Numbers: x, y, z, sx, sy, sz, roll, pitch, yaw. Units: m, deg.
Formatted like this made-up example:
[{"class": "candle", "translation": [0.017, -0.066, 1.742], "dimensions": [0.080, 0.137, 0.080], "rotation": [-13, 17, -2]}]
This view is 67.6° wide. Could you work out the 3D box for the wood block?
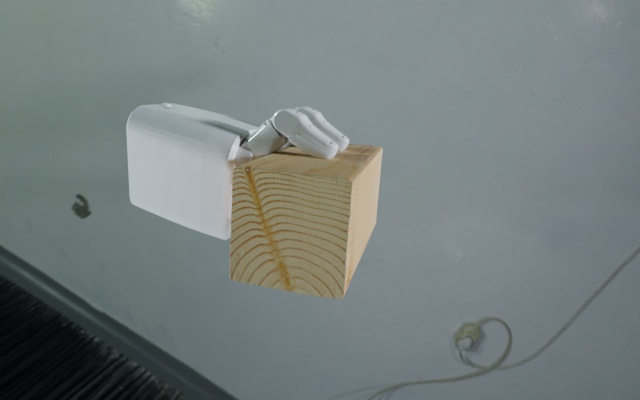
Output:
[{"class": "wood block", "translation": [0.000, 0.002, 0.438], "dimensions": [0.090, 0.091, 0.206], "rotation": [7, 14, 12]}]
